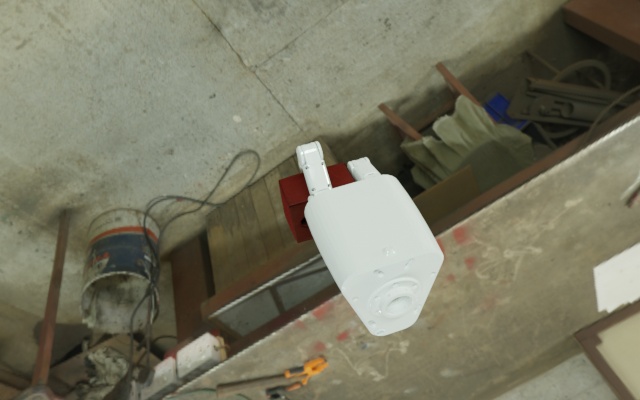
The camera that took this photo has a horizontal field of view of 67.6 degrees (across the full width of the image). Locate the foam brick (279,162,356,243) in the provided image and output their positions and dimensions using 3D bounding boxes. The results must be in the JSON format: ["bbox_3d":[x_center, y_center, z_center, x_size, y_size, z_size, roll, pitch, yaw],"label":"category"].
[{"bbox_3d":[0.000,0.002,0.512,0.078,0.053,0.051,-16,41,-8],"label":"foam brick"}]
